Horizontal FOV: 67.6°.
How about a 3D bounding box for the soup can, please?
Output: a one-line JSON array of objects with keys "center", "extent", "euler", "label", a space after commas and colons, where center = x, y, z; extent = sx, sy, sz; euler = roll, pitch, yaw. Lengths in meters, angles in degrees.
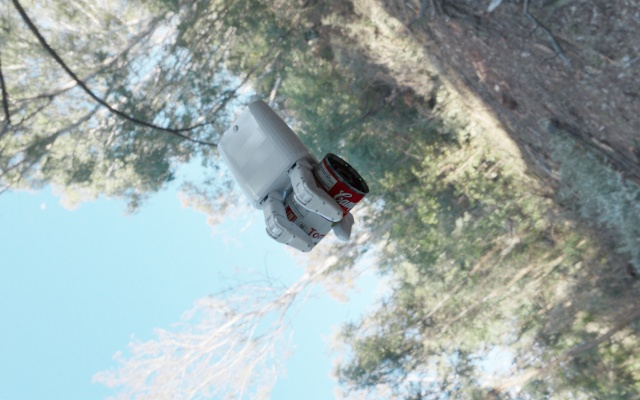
[{"center": [0.000, 0.002, 0.581], "extent": [0.102, 0.068, 0.068], "euler": [-47, -20, 20], "label": "soup can"}]
